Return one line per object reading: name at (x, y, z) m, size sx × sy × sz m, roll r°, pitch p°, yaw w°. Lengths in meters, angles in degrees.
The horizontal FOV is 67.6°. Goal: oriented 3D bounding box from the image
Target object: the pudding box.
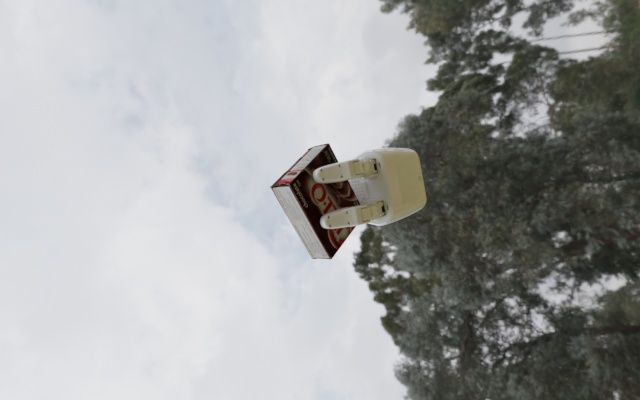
pudding box at (0.000, 0.002, 0.582) m, size 0.039 × 0.113 × 0.090 m, roll -9°, pitch 30°, yaw 42°
